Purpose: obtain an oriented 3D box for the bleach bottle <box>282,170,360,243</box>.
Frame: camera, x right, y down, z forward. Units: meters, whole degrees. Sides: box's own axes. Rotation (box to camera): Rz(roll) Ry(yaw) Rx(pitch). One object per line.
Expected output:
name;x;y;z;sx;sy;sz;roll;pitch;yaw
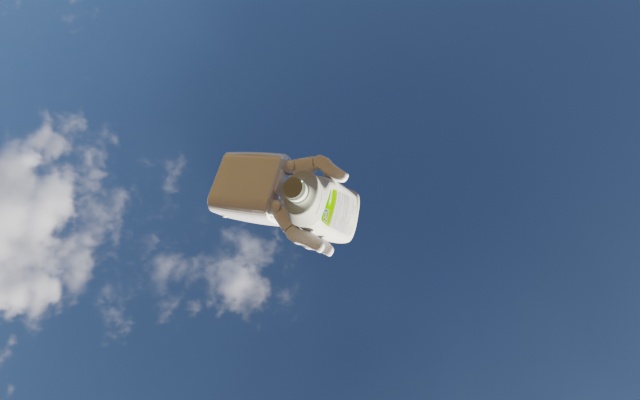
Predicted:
bleach bottle;0.000;0.003;0.733;0.068;0.102;0.251;5;-11;18
